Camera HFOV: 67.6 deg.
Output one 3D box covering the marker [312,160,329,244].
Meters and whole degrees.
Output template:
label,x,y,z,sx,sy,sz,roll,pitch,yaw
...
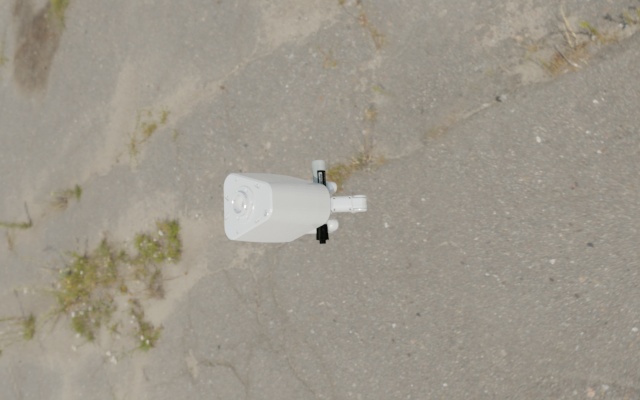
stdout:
label,x,y,z,sx,sy,sz,roll,pitch,yaw
marker,0.000,0.002,0.690,0.020,0.121,0.020,-3,-6,0
